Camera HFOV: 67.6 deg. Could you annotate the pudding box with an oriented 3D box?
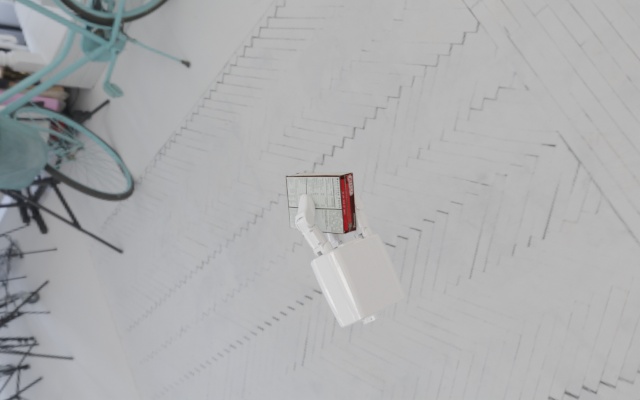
[{"bbox_3d":[0.000,0.003,0.739,0.113,0.090,0.039,2,10,37],"label":"pudding box"}]
